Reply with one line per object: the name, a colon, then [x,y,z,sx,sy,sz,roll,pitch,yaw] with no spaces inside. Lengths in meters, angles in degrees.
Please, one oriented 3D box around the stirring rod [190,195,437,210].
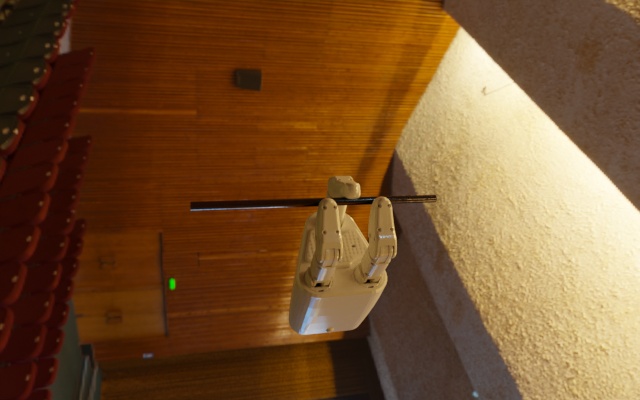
stirring rod: [0.000,0.001,0.457,0.239,0.011,0.011,-2,0,-14]
